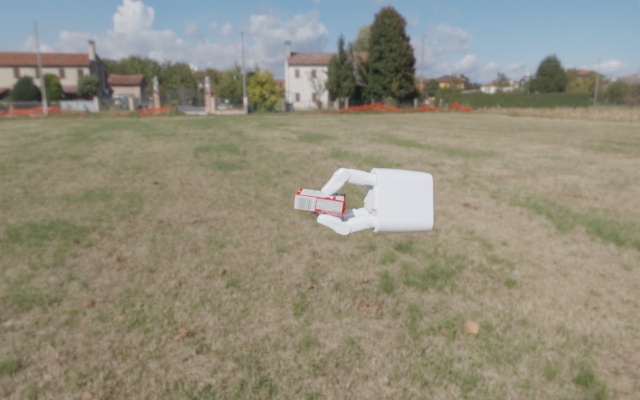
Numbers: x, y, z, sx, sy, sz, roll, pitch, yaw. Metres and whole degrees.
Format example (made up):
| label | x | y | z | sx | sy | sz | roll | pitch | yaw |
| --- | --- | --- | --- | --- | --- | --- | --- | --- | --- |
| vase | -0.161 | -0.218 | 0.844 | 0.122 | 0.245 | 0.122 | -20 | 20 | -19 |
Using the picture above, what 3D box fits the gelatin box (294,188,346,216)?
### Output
| label | x | y | z | sx | sy | sz | roll | pitch | yaw |
| --- | --- | --- | --- | --- | --- | --- | --- | --- | --- |
| gelatin box | 0.000 | 0.002 | 0.850 | 0.089 | 0.030 | 0.073 | 8 | 10 | 2 |
